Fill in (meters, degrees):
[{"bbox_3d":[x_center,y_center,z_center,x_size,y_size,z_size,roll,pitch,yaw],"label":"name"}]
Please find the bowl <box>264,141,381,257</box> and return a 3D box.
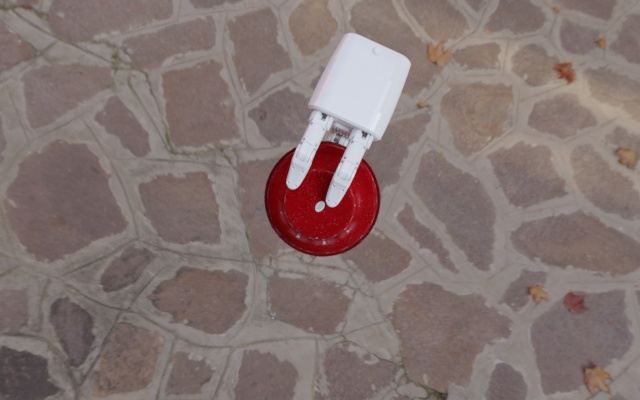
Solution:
[{"bbox_3d":[0.000,0.003,0.636,0.162,0.162,0.055,0,8,4],"label":"bowl"}]
